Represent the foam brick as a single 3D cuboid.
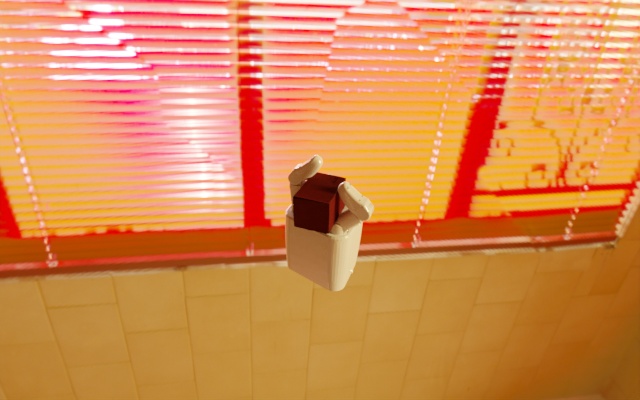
[{"bbox_3d":[0.000,0.002,0.669,0.053,0.051,0.078,12,33,17],"label":"foam brick"}]
